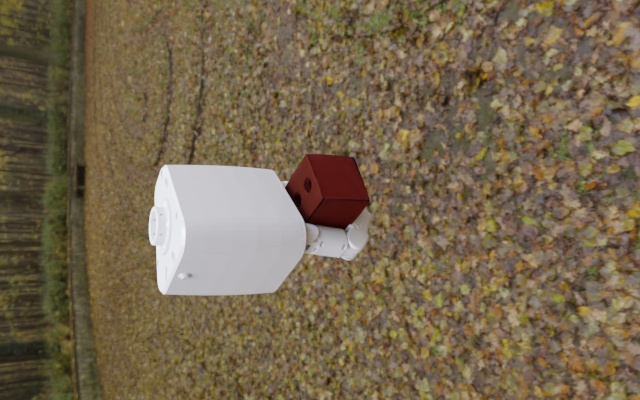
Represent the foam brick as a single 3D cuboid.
[{"bbox_3d":[0.000,0.001,0.446,0.051,0.053,0.078,3,-39,-31],"label":"foam brick"}]
